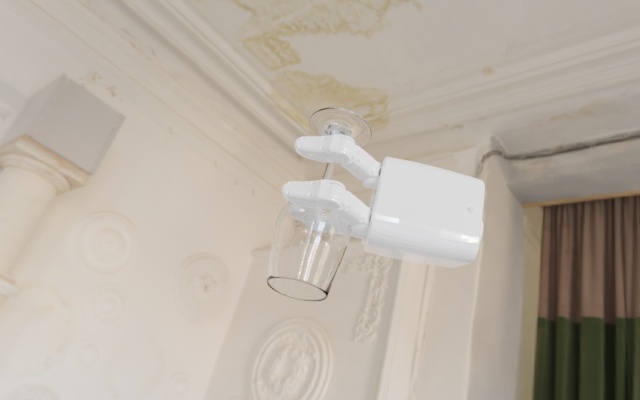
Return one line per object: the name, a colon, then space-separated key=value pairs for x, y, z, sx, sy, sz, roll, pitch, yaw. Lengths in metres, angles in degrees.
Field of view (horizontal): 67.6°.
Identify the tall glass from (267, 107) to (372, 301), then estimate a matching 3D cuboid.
tall glass: x=0.000 y=0.001 z=0.508 sx=0.079 sy=0.201 sz=0.079 roll=12 pitch=-28 yaw=7
